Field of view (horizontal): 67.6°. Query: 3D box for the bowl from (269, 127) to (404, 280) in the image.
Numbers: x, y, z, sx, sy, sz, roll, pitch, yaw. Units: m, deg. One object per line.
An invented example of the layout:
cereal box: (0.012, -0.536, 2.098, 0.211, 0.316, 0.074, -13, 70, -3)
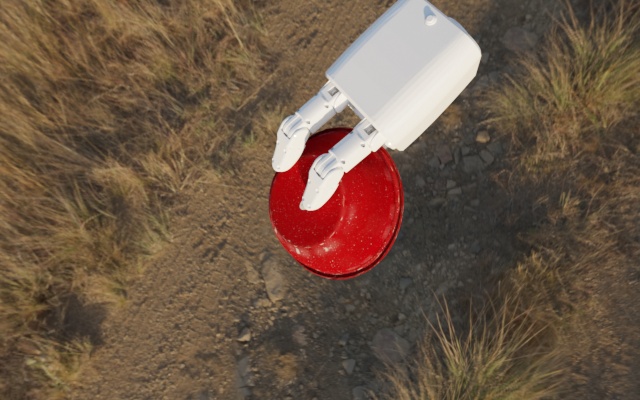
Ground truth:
bowl: (-0.001, 0.003, 0.488, 0.162, 0.162, 0.055, 0, -2, 35)
